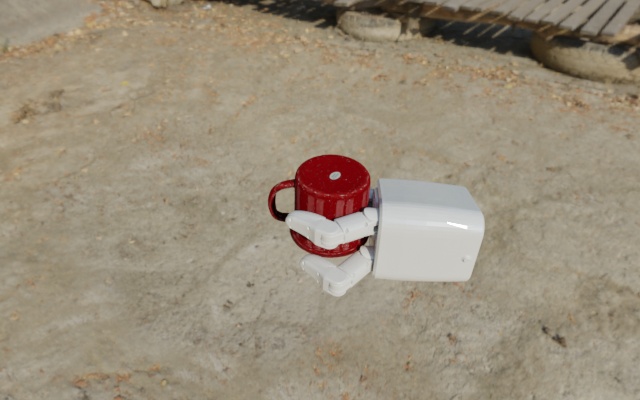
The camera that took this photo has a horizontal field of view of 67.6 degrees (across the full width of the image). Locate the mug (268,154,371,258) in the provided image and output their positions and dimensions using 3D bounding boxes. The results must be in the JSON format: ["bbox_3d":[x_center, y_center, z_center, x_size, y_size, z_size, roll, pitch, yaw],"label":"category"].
[{"bbox_3d":[-0.001,0.001,0.531,0.117,0.082,0.093,4,38,2],"label":"mug"}]
